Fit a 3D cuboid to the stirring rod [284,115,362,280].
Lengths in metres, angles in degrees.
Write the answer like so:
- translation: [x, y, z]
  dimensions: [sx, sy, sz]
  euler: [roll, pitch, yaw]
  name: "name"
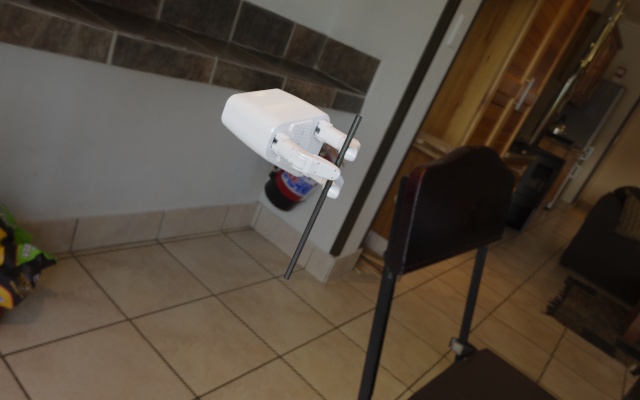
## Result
- translation: [0.000, 0.002, 0.615]
  dimensions: [0.011, 0.239, 0.011]
  euler: [22, 19, -8]
  name: "stirring rod"
